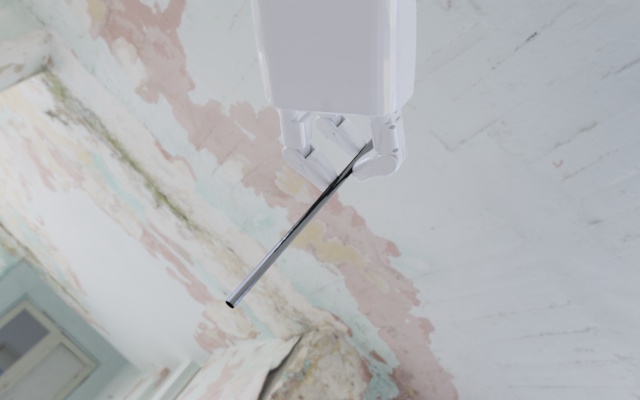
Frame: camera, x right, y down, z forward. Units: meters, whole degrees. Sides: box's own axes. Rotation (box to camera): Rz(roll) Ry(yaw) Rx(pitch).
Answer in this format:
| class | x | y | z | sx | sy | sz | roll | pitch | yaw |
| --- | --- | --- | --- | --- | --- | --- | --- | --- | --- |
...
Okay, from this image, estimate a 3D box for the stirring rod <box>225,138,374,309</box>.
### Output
| class | x | y | z | sx | sy | sz | roll | pitch | yaw |
| --- | --- | --- | --- | --- | --- | --- | --- | --- | --- |
| stirring rod | 0.000 | 0.001 | 0.409 | 0.011 | 0.011 | 0.239 | 0 | 37 | 42 |
